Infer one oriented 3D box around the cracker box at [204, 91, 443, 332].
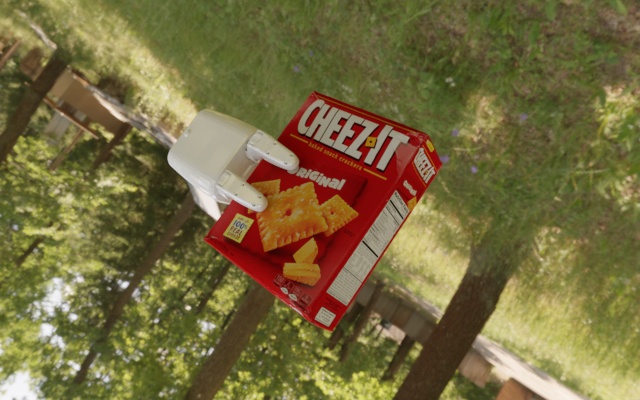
[{"bbox_3d":[0.000,0.002,0.513,0.164,0.213,0.072,29,-9,35],"label":"cracker box"}]
